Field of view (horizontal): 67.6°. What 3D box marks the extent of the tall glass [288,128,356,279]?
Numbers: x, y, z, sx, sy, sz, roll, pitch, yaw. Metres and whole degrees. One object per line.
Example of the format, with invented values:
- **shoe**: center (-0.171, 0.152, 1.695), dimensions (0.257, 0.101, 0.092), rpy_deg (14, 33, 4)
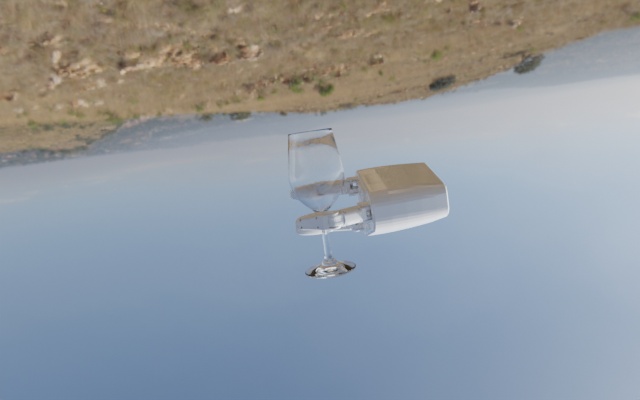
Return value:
- **tall glass**: center (0.000, 0.003, 0.670), dimensions (0.079, 0.201, 0.079), rpy_deg (-9, 9, 1)
